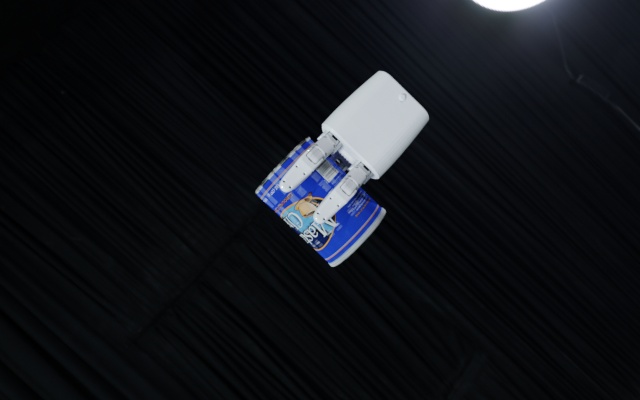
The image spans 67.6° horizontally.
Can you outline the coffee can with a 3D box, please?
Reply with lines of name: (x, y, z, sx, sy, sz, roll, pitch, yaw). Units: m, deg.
coffee can: (0.000, 0.002, 0.627, 0.140, 0.103, 0.103, 44, -2, -2)
